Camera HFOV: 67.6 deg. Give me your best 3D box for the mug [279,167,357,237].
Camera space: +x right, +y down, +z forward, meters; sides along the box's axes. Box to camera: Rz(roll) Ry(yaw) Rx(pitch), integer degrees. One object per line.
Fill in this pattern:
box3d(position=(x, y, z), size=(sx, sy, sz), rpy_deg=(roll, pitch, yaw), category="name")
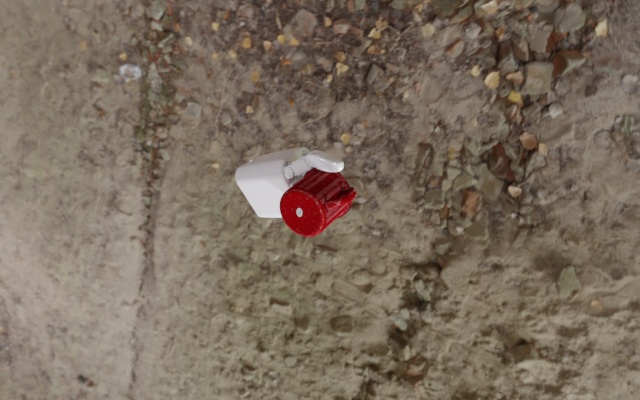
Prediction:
box3d(position=(0.001, 0.002, 0.728), size=(0.117, 0.093, 0.081), rpy_deg=(-7, 20, 35), category="mug")
